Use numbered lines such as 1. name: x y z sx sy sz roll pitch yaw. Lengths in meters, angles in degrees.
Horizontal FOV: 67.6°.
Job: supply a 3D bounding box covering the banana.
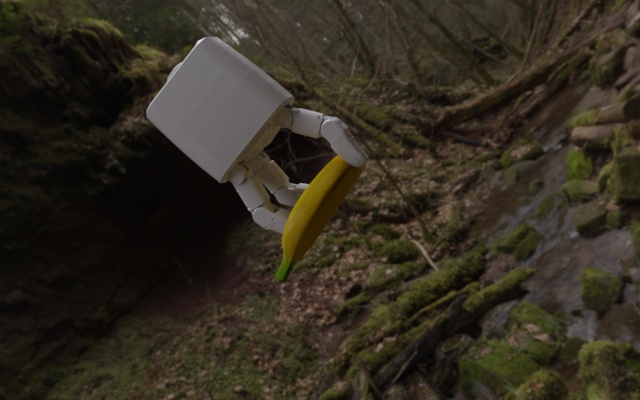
1. banana: 0.006 -0.007 0.492 0.037 0.197 0.070 36 -43 1
